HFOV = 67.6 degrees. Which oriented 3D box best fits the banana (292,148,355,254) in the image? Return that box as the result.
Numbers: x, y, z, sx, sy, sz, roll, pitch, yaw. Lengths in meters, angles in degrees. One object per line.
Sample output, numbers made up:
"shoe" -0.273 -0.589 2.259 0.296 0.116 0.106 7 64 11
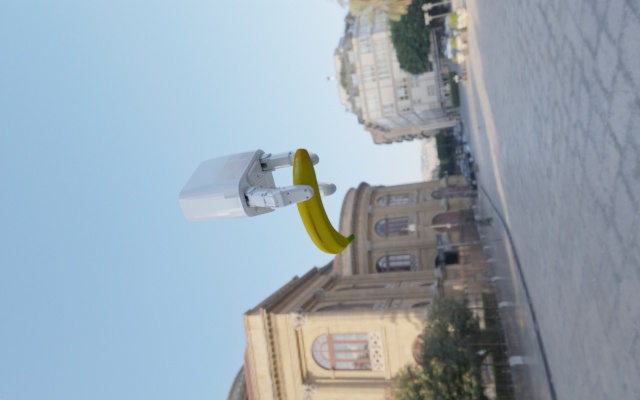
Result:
"banana" -0.002 0.018 0.680 0.037 0.069 0.198 -6 -46 24
